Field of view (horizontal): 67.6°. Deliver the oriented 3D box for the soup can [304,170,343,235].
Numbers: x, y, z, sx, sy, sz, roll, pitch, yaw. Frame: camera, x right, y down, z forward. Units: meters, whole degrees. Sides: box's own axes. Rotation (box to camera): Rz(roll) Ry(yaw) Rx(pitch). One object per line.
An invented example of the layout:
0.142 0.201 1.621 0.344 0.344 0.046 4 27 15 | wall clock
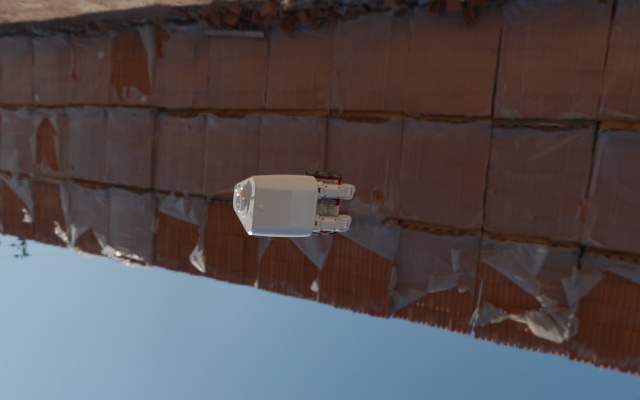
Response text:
0.000 0.003 0.828 0.068 0.102 0.068 6 8 -1 | soup can
